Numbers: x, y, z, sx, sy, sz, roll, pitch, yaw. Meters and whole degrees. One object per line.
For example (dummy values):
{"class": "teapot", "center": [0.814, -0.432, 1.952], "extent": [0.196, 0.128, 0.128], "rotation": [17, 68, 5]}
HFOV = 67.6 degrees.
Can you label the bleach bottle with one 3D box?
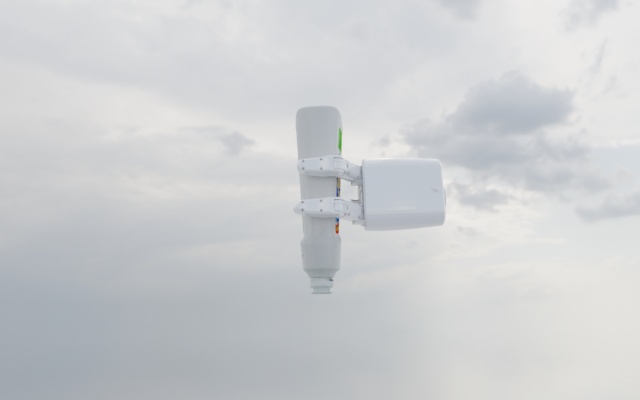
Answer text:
{"class": "bleach bottle", "center": [0.000, 0.002, 0.660], "extent": [0.068, 0.250, 0.102], "rotation": [-2, -15, 4]}
